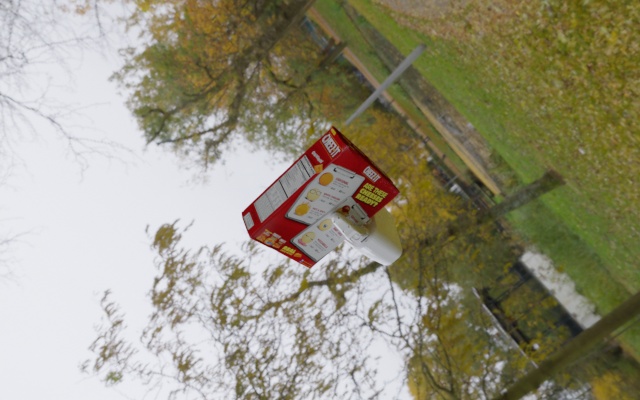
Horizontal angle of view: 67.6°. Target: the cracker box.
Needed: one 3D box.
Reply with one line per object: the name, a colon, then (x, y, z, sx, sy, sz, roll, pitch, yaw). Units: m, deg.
cracker box: (0.000, 0.003, 0.797, 0.164, 0.214, 0.072, 35, 18, -45)
